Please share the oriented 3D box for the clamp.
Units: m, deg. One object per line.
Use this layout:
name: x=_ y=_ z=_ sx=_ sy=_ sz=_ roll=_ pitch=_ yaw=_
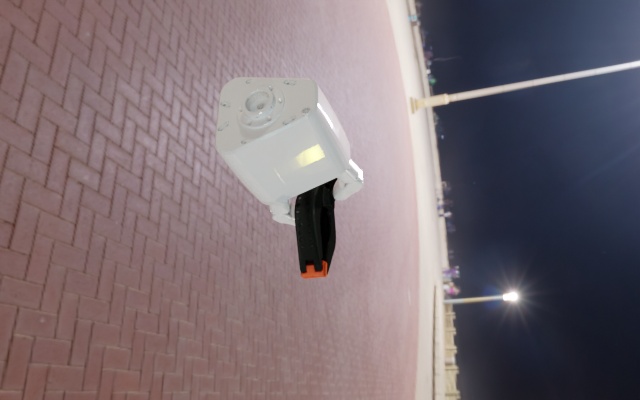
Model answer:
clamp: x=0.001 y=0.002 z=0.600 sx=0.036 sy=0.210 sz=0.165 roll=-9 pitch=-28 yaw=17
